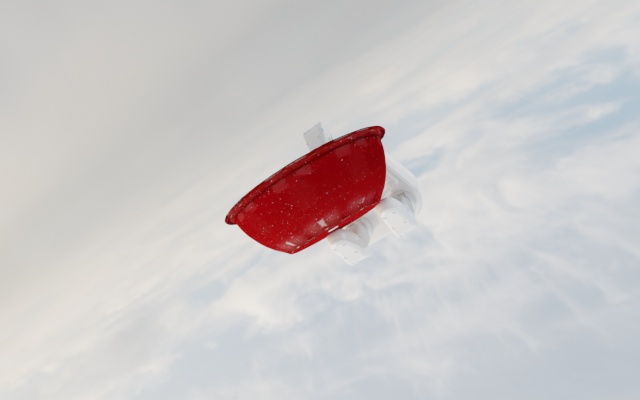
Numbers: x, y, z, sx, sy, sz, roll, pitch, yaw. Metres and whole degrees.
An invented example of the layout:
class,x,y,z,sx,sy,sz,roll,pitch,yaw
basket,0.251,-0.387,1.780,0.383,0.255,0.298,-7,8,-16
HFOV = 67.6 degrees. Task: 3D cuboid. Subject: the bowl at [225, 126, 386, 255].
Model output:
class,x,y,z,sx,sy,sz,roll,pitch,yaw
bowl,0.000,0.002,0.419,0.162,0.055,0.162,-30,-7,-4
